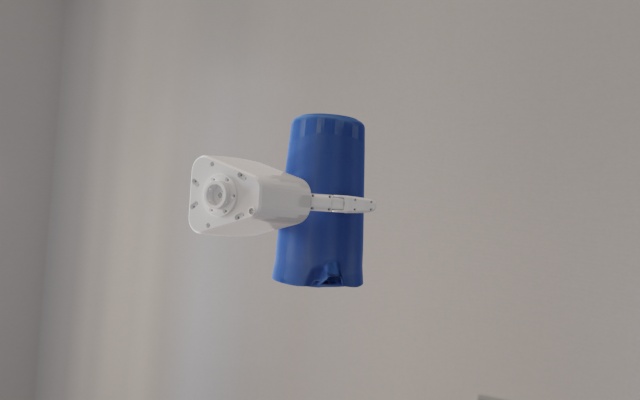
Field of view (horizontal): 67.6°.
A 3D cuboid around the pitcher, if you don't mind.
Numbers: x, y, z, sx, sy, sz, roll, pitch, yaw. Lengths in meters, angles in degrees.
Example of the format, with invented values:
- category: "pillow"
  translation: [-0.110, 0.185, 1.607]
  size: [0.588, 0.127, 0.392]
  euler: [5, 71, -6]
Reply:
- category: "pitcher"
  translation: [0.000, 0.002, 0.707]
  size: [0.149, 0.243, 0.145]
  euler: [4, 0, 31]
